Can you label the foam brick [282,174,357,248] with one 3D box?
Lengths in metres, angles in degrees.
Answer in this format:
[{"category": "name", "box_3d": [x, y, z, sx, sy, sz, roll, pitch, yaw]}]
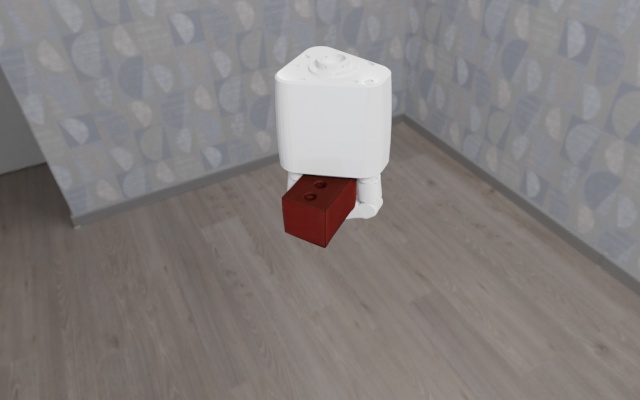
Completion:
[{"category": "foam brick", "box_3d": [0.000, 0.002, 0.518, 0.053, 0.051, 0.078, 18, 44, 21]}]
